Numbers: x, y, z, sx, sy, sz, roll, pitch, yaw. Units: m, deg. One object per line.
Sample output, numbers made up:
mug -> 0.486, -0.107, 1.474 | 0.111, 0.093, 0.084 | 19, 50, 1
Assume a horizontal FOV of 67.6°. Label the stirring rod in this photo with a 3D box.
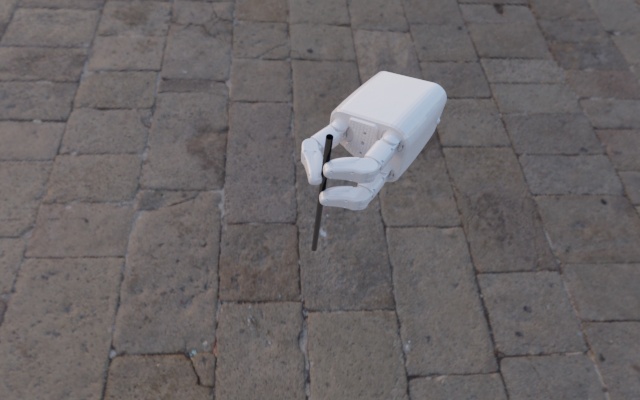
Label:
stirring rod -> 0.000, 0.002, 0.595 | 0.011, 0.011, 0.240 | 0, -34, -5
